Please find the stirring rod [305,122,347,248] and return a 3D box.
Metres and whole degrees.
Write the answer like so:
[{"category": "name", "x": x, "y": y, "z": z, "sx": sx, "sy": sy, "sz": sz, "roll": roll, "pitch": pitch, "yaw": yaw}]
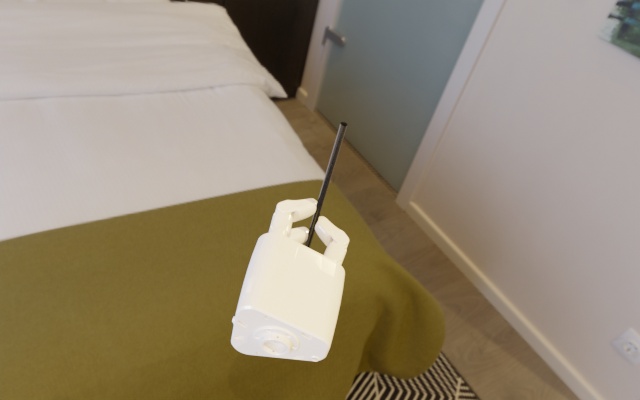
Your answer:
[{"category": "stirring rod", "x": 0.000, "y": 0.002, "z": 0.608, "sx": 0.011, "sy": 0.240, "sz": 0.011, "roll": 9, "pitch": 42, "yaw": -8}]
